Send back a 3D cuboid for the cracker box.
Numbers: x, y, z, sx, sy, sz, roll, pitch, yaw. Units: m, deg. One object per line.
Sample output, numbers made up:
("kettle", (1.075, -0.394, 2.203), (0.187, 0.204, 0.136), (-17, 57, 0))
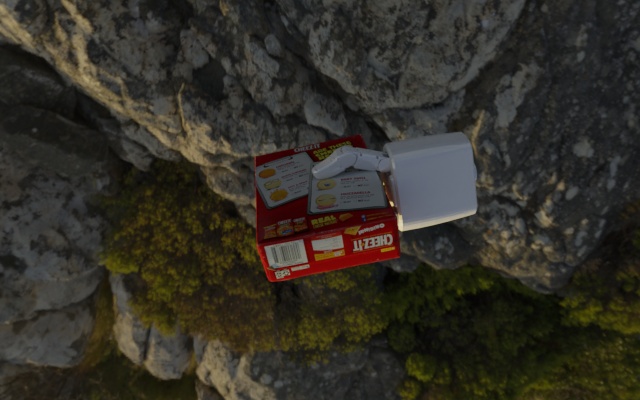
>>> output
("cracker box", (0.000, 0.002, 0.638), (0.164, 0.072, 0.213), (-12, 34, -1))
